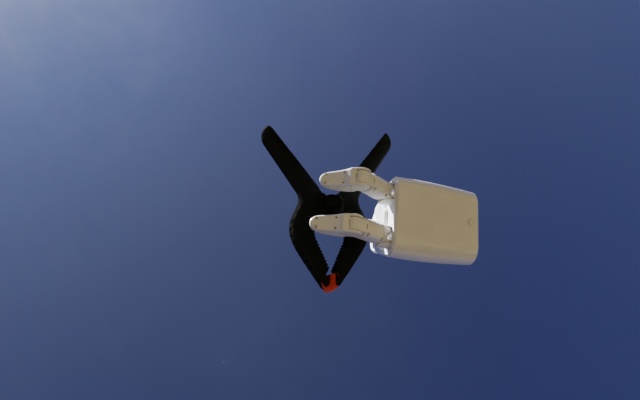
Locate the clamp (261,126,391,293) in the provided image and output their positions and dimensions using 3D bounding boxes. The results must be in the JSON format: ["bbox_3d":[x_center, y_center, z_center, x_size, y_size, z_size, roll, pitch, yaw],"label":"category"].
[{"bbox_3d":[0.000,0.003,0.576,0.164,0.210,0.036,8,-20,-6],"label":"clamp"}]
